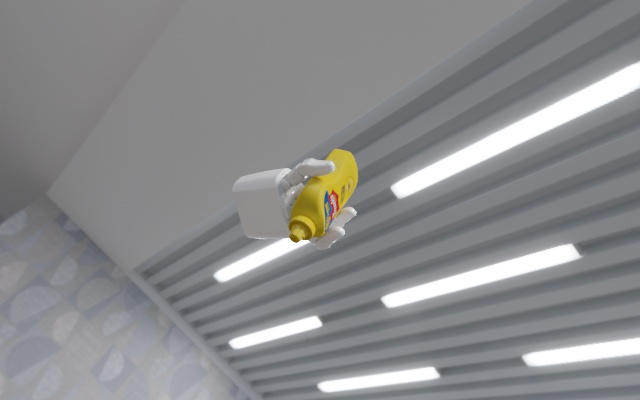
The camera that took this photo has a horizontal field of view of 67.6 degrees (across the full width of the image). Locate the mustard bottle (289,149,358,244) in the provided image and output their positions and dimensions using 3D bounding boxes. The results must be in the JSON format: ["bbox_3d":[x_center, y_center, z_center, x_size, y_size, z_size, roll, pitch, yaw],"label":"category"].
[{"bbox_3d":[0.001,0.002,0.771,0.058,0.096,0.191,17,42,19],"label":"mustard bottle"}]
